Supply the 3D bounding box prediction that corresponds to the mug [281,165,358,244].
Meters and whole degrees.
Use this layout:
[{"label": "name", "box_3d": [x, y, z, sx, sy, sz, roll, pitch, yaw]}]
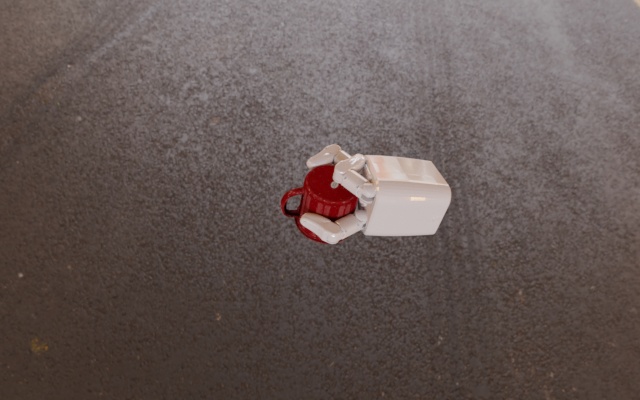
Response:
[{"label": "mug", "box_3d": [-0.001, 0.002, 0.699, 0.117, 0.093, 0.082, 1, -43, -10]}]
